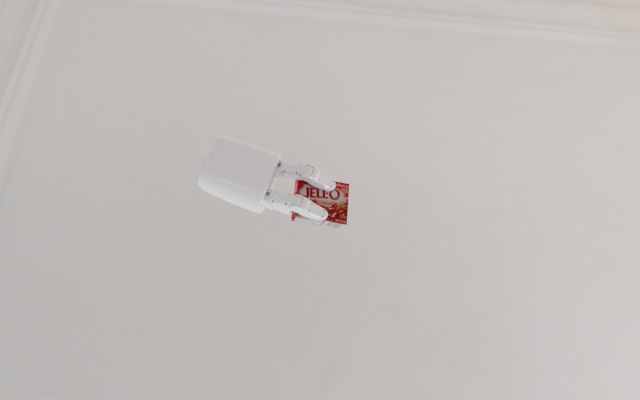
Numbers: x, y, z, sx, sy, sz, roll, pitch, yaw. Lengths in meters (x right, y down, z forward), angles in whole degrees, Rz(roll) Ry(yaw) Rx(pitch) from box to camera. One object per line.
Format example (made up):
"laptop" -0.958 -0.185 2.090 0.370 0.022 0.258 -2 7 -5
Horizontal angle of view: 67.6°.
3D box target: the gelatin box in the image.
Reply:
"gelatin box" 0.000 0.003 0.775 0.089 0.073 0.030 10 -24 -13
